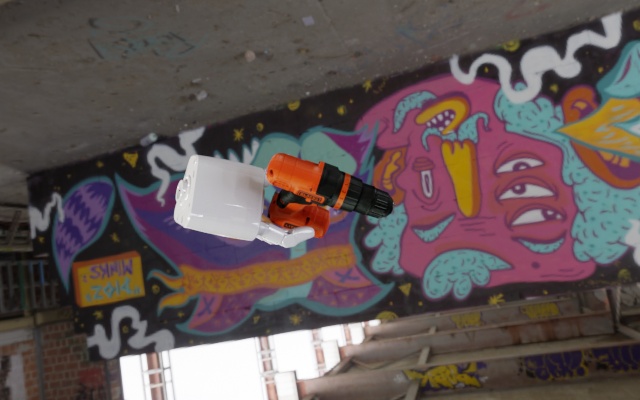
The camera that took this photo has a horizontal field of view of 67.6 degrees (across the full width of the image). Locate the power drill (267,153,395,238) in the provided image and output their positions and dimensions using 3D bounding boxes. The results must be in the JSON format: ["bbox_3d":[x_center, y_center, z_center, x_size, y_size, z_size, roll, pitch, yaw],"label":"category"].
[{"bbox_3d":[0.000,0.002,0.725,0.184,0.057,0.188,21,-24,-7],"label":"power drill"}]
